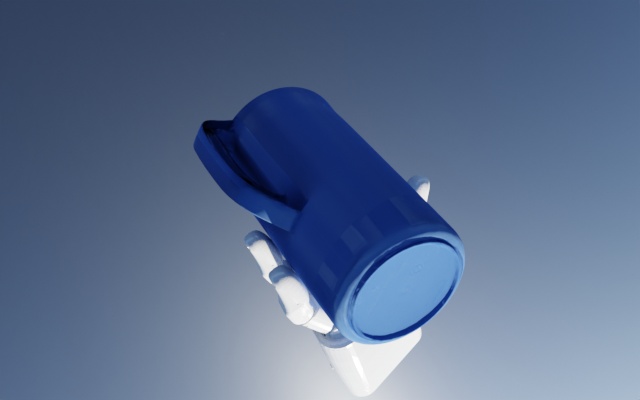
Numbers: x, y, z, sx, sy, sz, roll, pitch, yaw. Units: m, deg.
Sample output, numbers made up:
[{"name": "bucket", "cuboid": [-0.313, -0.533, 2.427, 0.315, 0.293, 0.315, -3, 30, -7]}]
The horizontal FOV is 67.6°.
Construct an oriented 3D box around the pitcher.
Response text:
[{"name": "pitcher", "cuboid": [0.000, 0.001, 0.412, 0.149, 0.145, 0.242, -27, 40, -11]}]
